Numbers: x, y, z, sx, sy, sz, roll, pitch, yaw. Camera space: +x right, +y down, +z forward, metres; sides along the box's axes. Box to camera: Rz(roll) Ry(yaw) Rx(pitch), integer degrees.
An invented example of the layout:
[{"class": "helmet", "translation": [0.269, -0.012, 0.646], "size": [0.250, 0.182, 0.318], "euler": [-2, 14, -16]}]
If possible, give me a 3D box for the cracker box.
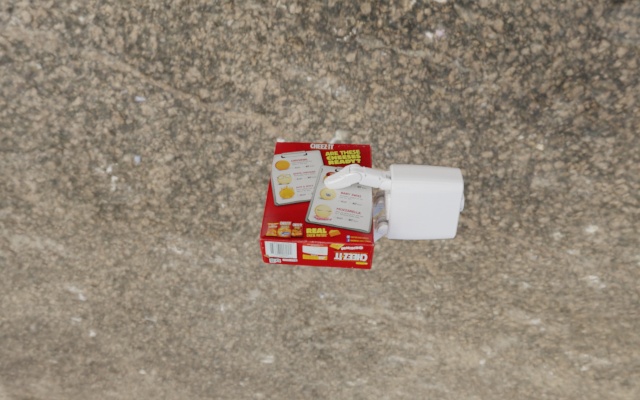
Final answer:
[{"class": "cracker box", "translation": [0.000, 0.002, 0.756], "size": [0.164, 0.213, 0.072], "euler": [2, -43, 2]}]
